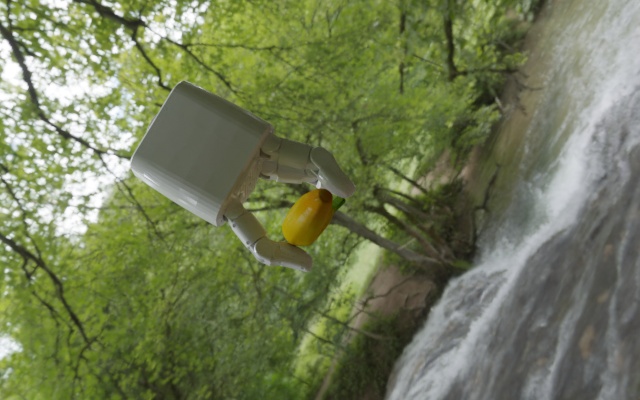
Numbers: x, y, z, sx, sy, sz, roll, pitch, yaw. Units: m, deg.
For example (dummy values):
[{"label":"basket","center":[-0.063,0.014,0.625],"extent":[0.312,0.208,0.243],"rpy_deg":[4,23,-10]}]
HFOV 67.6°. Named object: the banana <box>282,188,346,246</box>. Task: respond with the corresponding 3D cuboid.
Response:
[{"label":"banana","center":[-0.010,0.017,0.480],"extent":[0.037,0.069,0.198],"rpy_deg":[36,3,4]}]
